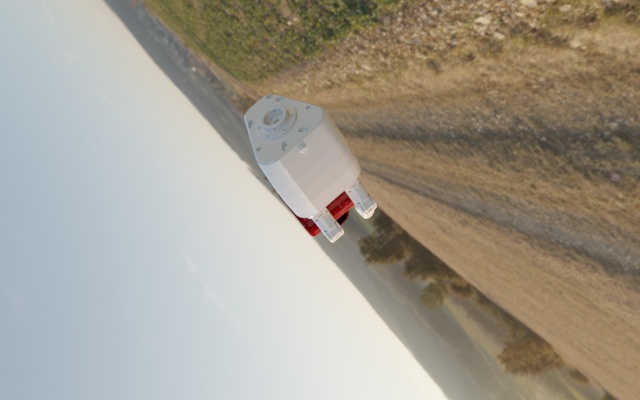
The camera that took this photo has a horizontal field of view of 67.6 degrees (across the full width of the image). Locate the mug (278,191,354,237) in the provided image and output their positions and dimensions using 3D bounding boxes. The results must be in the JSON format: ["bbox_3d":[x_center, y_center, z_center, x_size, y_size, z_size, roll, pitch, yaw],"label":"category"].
[{"bbox_3d":[0.000,0.003,0.672,0.093,0.081,0.117,48,-5,43],"label":"mug"}]
